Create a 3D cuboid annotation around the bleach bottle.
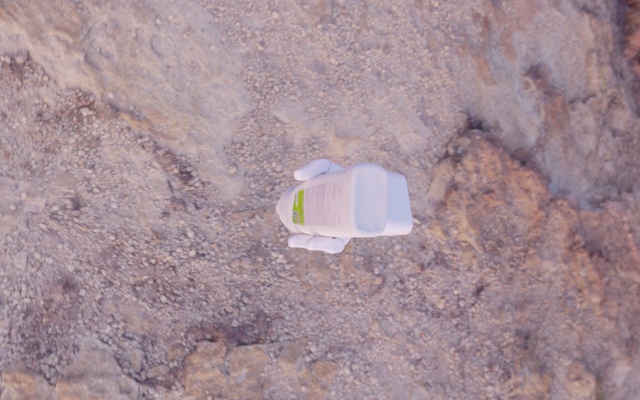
[{"bbox_3d":[0.000,0.003,0.735,0.068,0.102,0.251,5,-3,-32],"label":"bleach bottle"}]
